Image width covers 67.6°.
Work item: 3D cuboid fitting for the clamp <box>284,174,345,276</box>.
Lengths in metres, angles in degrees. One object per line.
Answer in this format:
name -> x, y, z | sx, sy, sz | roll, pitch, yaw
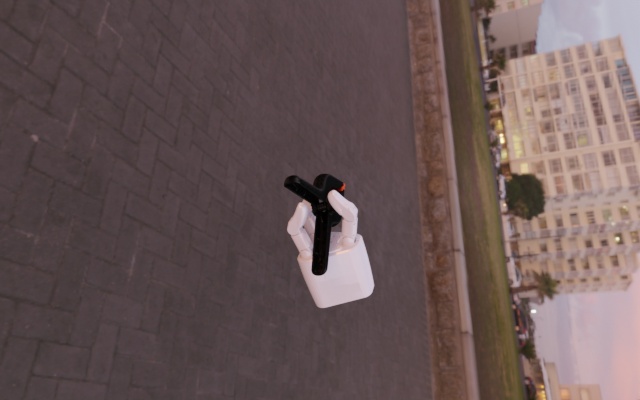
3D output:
clamp -> 0.001, 0.002, 0.800 | 0.036, 0.165, 0.210 | -9, 24, 21
